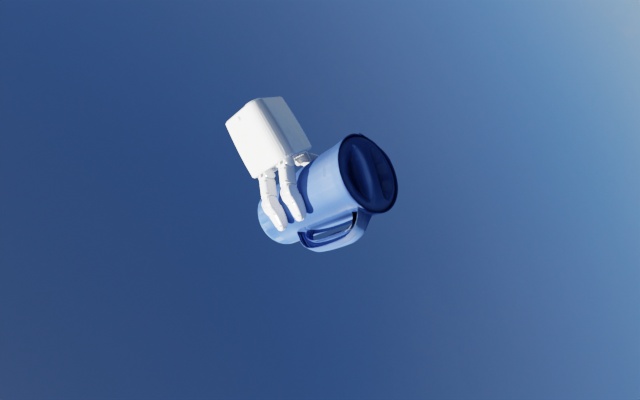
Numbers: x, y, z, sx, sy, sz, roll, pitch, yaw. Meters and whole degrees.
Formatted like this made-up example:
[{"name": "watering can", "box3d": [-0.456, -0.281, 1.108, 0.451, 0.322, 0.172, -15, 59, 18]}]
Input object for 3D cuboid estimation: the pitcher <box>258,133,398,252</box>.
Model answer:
[{"name": "pitcher", "box3d": [0.000, 0.002, 0.810, 0.243, 0.145, 0.149, -27, 4, 43]}]
